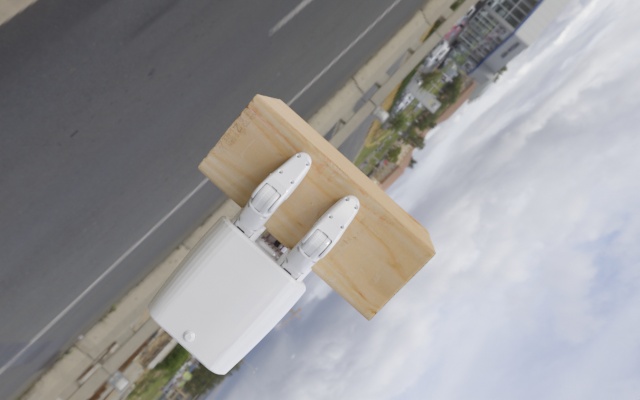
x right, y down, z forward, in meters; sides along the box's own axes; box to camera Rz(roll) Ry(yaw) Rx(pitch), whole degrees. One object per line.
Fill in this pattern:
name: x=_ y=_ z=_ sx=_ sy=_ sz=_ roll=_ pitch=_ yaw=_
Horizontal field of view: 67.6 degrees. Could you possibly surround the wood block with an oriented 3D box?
wood block: x=0.000 y=0.002 z=0.459 sx=0.206 sy=0.090 sz=0.091 roll=42 pitch=11 yaw=0
